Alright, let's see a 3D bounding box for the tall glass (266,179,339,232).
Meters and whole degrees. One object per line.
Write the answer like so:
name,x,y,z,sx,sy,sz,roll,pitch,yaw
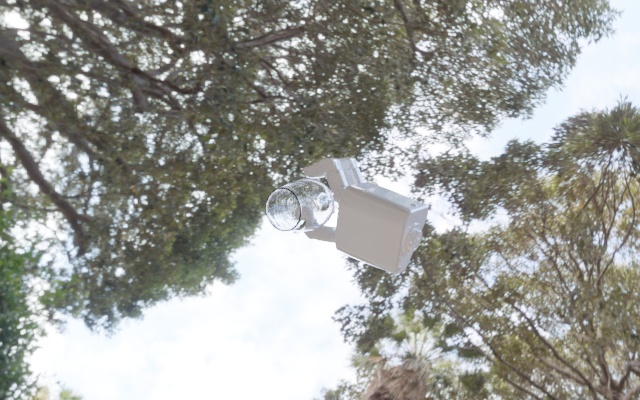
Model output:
tall glass,0.000,0.002,0.745,0.079,0.079,0.201,0,6,32
